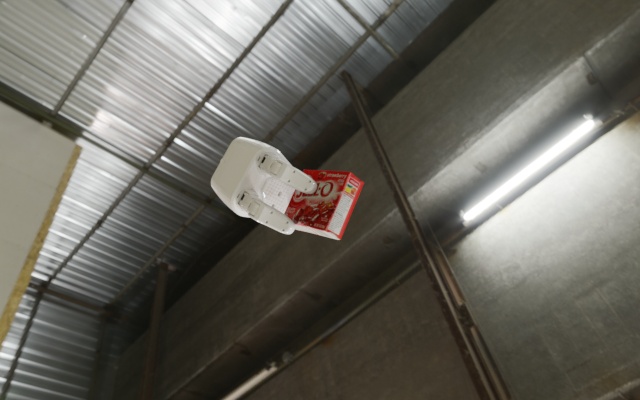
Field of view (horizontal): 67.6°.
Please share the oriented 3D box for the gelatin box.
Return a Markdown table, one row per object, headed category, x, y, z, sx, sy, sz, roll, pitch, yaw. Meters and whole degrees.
| category | x | y | z | sx | sy | sz | roll | pitch | yaw |
| --- | --- | --- | --- | --- | --- | --- | --- | --- | --- |
| gelatin box | 0.001 | 0.002 | 0.561 | 0.030 | 0.073 | 0.089 | 33 | -15 | -37 |
